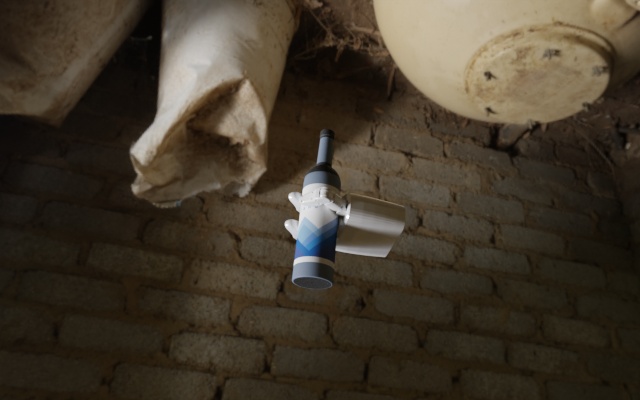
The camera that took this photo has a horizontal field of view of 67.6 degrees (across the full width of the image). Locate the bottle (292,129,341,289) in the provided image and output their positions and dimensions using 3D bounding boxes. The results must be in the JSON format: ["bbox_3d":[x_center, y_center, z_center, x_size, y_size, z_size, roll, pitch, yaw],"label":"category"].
[{"bbox_3d":[0.000,0.003,0.836,0.069,0.295,0.069,5,-27,2],"label":"bottle"}]
